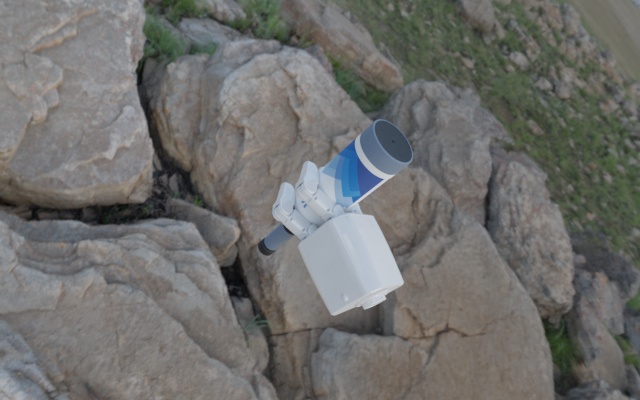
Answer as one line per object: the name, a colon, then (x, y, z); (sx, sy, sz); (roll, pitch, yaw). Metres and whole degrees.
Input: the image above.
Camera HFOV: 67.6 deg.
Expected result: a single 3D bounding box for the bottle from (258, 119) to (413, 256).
bottle: (0.000, 0.002, 0.669); (0.069, 0.069, 0.296); (0, -30, -44)
